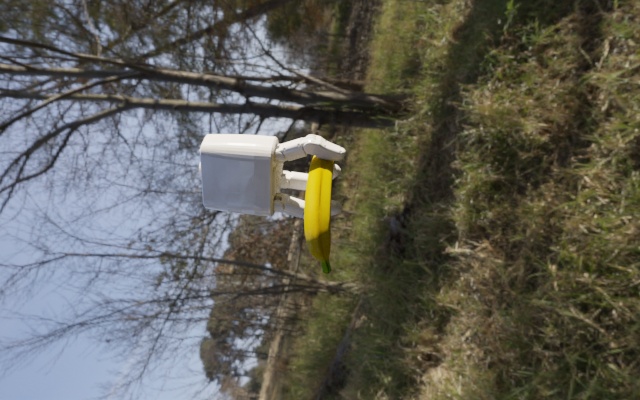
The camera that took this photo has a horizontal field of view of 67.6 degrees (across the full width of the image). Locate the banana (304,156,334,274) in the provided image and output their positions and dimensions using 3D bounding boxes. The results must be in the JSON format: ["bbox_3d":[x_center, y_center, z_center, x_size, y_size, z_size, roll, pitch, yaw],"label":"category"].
[{"bbox_3d":[-0.001,-0.002,0.669,0.037,0.197,0.070,1,-24,5],"label":"banana"}]
